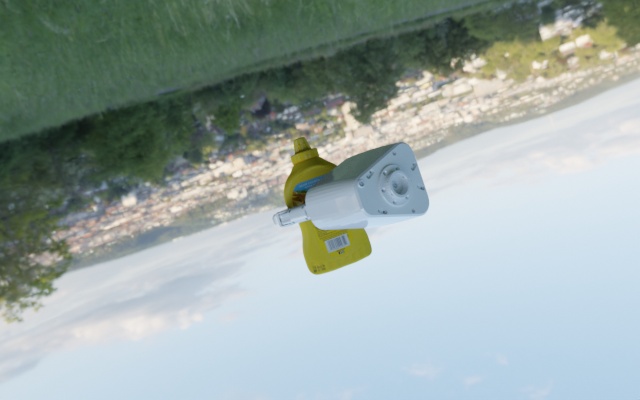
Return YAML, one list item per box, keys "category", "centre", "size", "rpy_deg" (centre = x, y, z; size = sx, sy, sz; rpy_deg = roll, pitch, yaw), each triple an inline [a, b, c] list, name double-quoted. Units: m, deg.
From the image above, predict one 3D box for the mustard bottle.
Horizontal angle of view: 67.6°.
- category: "mustard bottle"
  centre: [0.000, 0.003, 0.684]
  size: [0.096, 0.191, 0.058]
  rpy_deg: [-19, 3, -8]
